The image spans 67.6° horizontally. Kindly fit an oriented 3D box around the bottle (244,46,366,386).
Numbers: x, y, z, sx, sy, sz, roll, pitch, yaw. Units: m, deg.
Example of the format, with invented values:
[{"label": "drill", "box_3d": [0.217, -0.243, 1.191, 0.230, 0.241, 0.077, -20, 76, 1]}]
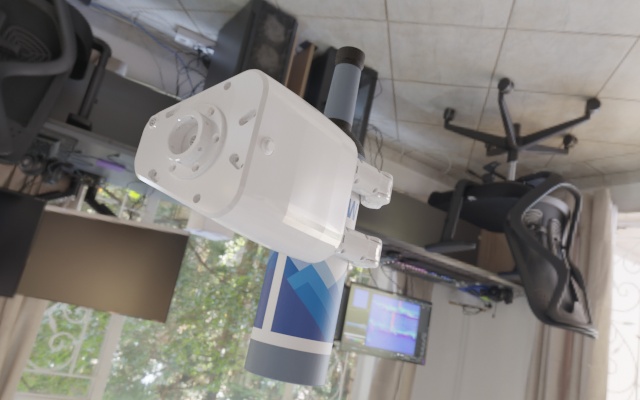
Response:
[{"label": "bottle", "box_3d": [0.000, 0.002, 0.418, 0.069, 0.295, 0.069, 11, -13, 3]}]
